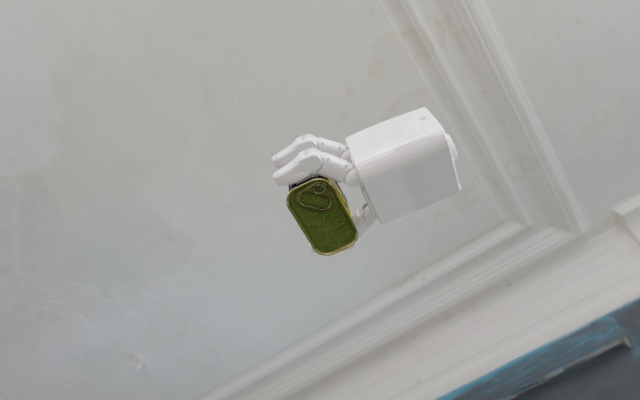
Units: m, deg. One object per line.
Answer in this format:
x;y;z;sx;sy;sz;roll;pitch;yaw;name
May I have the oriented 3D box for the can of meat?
0.000;0.002;0.587;0.057;0.102;0.084;-25;28;9;can of meat
